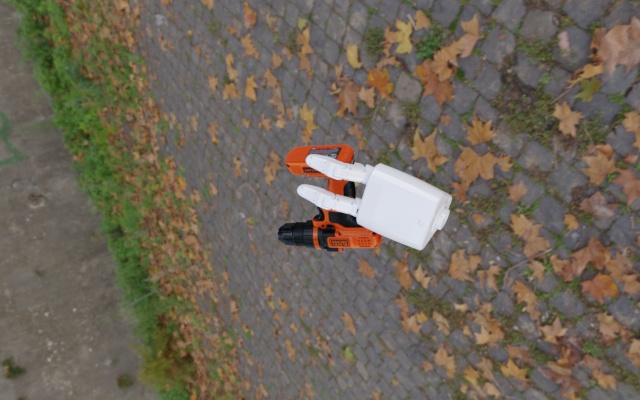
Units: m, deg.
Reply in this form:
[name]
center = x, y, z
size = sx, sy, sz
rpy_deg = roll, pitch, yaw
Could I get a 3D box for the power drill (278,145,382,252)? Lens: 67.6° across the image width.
[power drill]
center = 0.000, 0.002, 0.784
size = 0.184, 0.188, 0.057
rpy_deg = -2, 36, 16
